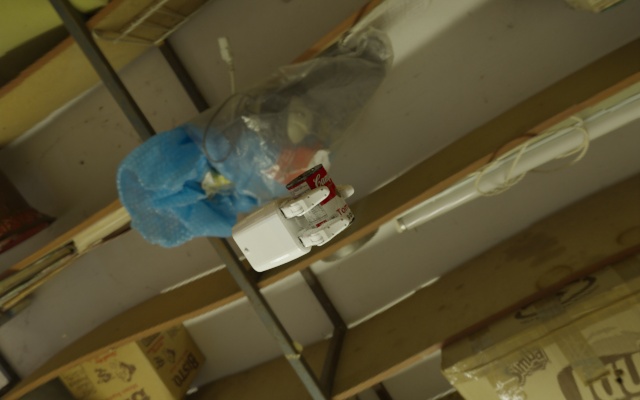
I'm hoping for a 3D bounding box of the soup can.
[{"bbox_3d":[0.001,0.002,0.753,0.068,0.102,0.068,-31,9,5],"label":"soup can"}]
